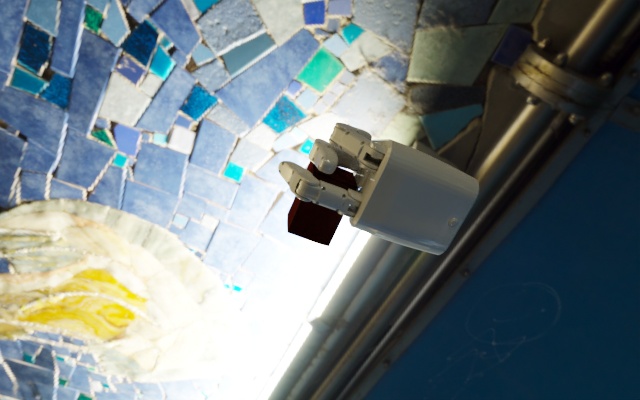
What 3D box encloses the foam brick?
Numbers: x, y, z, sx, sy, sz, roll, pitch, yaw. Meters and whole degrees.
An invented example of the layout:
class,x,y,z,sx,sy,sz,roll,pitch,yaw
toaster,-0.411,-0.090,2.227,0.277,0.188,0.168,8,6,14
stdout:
class,x,y,z,sx,sy,sz,roll,pitch,yaw
foam brick,0.000,0.002,0.529,0.051,0.078,0.053,20,21,-11
